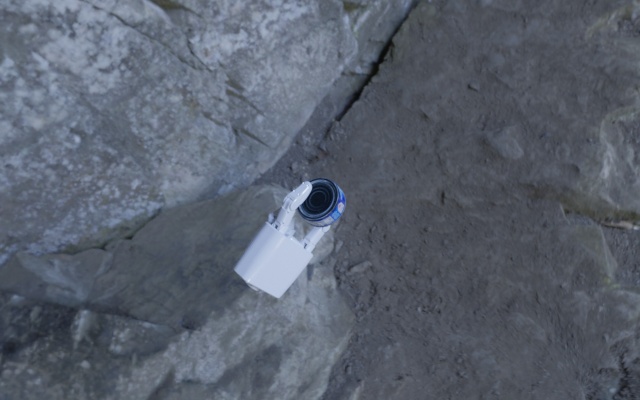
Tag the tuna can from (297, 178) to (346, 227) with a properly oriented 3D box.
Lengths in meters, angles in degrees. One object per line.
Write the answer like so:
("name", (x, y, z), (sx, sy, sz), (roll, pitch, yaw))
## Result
("tuna can", (0.000, 0.003, 0.857), (0.086, 0.086, 0.034), (0, -24, 26))
